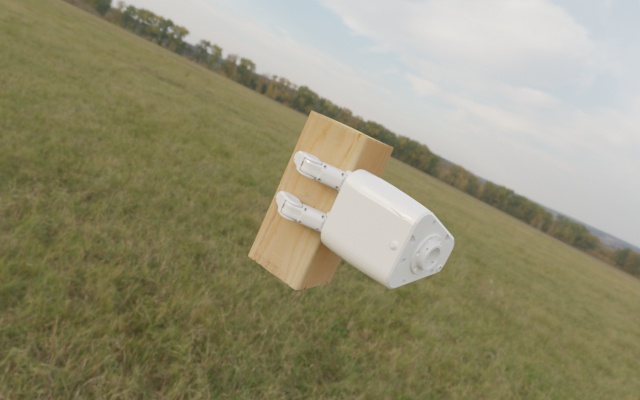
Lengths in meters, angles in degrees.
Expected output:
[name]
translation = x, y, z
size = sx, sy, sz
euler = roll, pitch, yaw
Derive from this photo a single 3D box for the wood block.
[wood block]
translation = 0.001, 0.002, 0.625
size = 0.090, 0.206, 0.091
euler = 30, 12, 27
